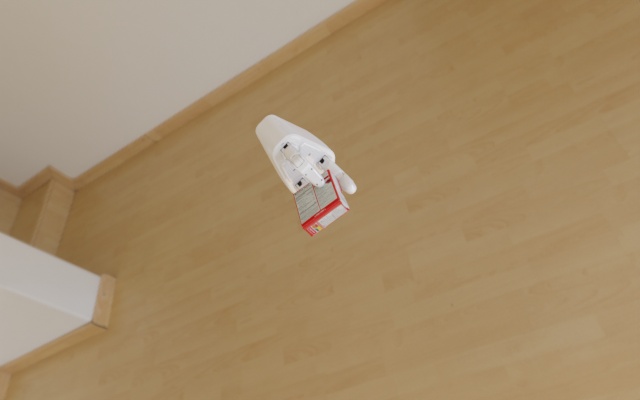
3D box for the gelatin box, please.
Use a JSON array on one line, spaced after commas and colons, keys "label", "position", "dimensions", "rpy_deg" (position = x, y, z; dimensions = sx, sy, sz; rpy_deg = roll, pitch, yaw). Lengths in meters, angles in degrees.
[{"label": "gelatin box", "position": [0.000, 0.002, 0.740], "dimensions": [0.073, 0.089, 0.030], "rpy_deg": [-36, -54, 14]}]
